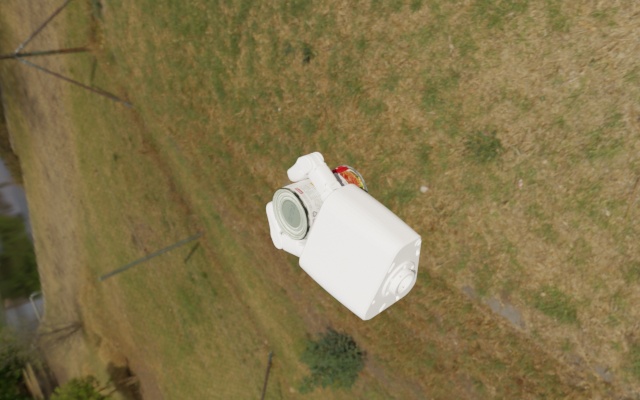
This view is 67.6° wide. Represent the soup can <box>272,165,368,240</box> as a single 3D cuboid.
[{"bbox_3d":[0.000,0.002,0.595,0.102,0.068,0.068,-23,14,-37],"label":"soup can"}]
